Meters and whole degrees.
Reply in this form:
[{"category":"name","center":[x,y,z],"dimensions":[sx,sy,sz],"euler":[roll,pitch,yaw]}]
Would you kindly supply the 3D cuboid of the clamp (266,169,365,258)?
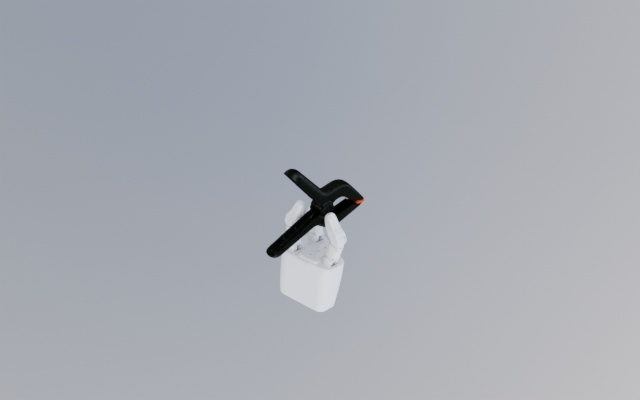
[{"category":"clamp","center":[0.001,0.003,0.831],"dimensions":[0.210,0.165,0.036],"euler":[-19,43,-39]}]
